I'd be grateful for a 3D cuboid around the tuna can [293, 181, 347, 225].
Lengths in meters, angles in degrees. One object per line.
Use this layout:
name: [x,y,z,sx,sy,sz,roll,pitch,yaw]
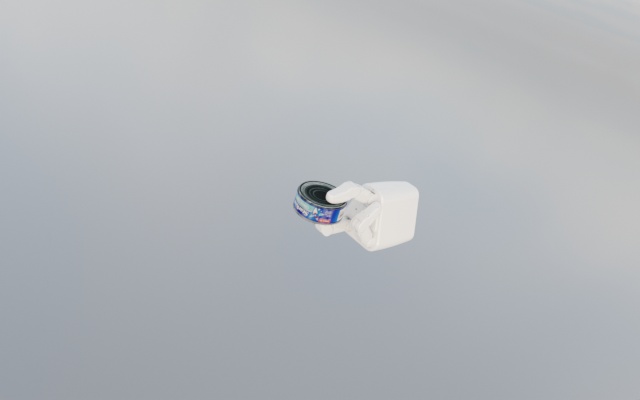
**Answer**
tuna can: [0.000,0.002,0.783,0.086,0.034,0.086,13,30,-7]
